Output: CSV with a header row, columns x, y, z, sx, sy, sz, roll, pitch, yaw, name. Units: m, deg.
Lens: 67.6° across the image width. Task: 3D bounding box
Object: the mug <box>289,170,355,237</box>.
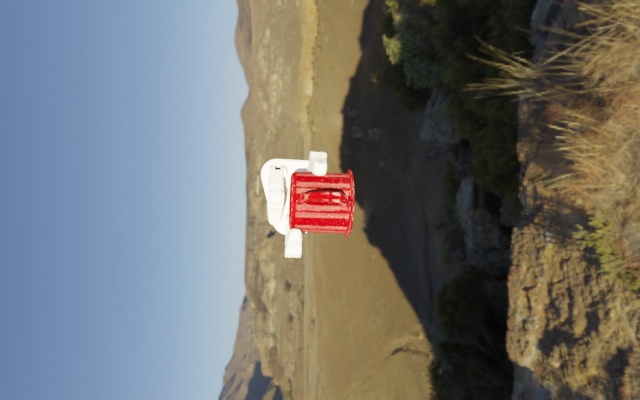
x,y,z,sx,sy,sz,roll,pitch,yaw,name
0.000,0.002,0.638,0.081,0.093,0.117,2,-4,-6,mug
